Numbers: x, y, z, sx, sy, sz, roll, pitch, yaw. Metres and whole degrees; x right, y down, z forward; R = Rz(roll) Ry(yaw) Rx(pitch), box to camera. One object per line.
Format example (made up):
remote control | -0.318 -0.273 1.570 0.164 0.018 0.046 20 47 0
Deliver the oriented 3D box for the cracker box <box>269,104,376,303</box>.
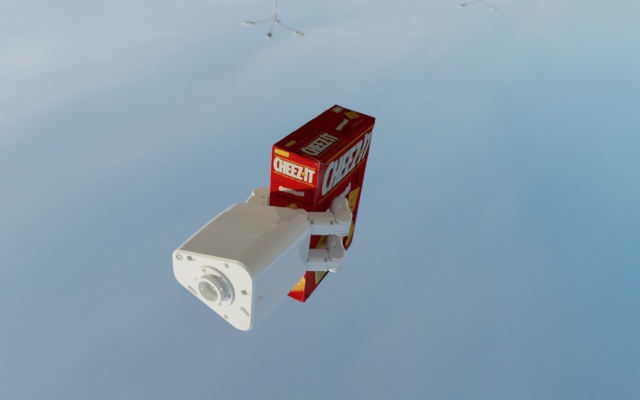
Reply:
cracker box | 0.000 0.002 0.637 0.072 0.214 0.164 21 35 19
